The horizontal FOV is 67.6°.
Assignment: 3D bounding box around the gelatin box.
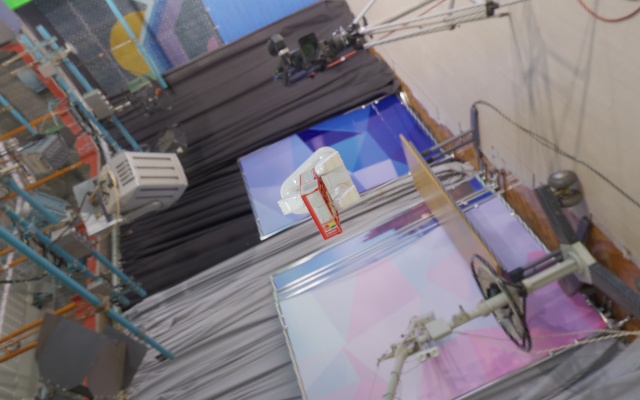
[{"bbox_3d":[0.000,0.002,0.657,0.030,0.073,0.089,-25,21,7],"label":"gelatin box"}]
